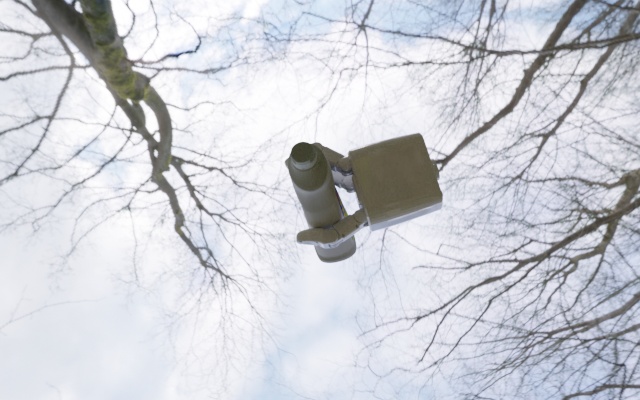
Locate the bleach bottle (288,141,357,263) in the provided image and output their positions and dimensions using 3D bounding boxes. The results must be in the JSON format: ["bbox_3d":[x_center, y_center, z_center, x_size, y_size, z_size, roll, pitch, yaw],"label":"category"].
[{"bbox_3d":[0.000,0.002,0.672,0.068,0.102,0.251,-16,-26,3],"label":"bleach bottle"}]
